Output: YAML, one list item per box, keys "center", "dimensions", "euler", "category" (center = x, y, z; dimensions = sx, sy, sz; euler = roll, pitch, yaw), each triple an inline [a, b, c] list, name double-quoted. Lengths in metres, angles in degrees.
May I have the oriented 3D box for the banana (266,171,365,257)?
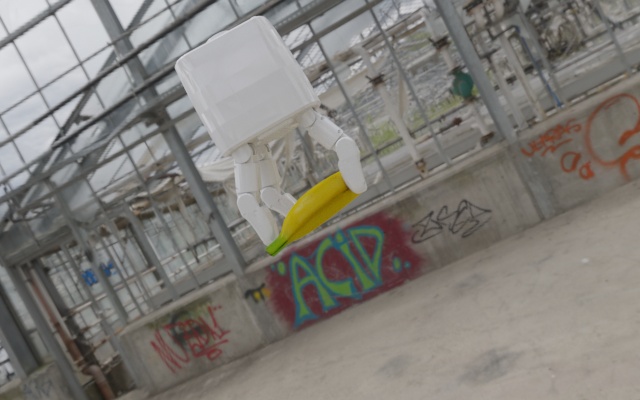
- center: [0.011, -0.005, 0.529]
  dimensions: [0.070, 0.037, 0.197]
  euler: [-33, 1, 37]
  category: "banana"
